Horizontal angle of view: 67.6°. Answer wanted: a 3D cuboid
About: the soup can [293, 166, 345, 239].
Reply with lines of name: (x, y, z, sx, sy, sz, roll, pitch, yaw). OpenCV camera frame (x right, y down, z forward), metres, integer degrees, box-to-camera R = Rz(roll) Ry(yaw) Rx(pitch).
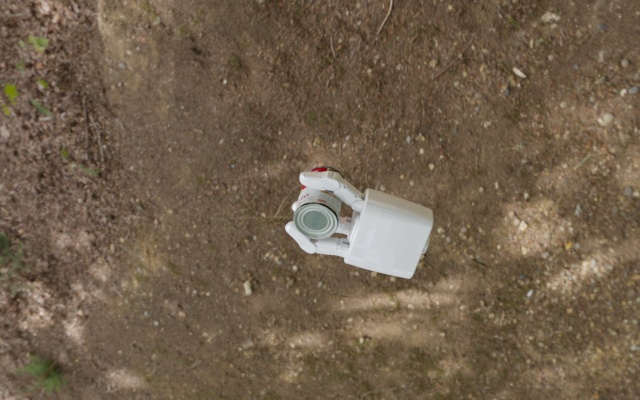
soup can: (0.000, 0.002, 0.725, 0.068, 0.069, 0.102, 0, 35, 10)
